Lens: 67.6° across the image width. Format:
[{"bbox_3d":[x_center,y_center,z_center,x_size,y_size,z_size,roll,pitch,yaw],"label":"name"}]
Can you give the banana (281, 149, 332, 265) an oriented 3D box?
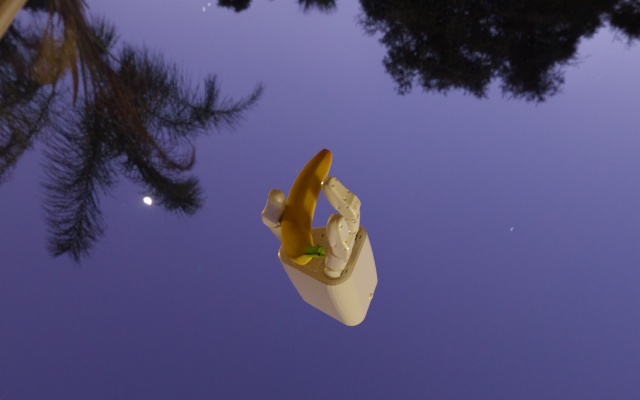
[{"bbox_3d":[-0.016,0.011,0.584,0.069,0.197,0.037,-24,-54,22],"label":"banana"}]
